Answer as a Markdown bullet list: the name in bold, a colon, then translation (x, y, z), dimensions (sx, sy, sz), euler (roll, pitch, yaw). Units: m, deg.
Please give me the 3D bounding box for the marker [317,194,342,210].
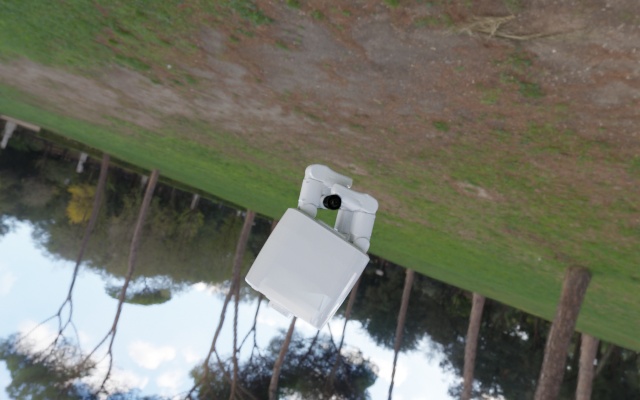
- **marker**: translation (0.000, 0.002, 0.608), dimensions (0.020, 0.020, 0.121), euler (0, 1, -17)
